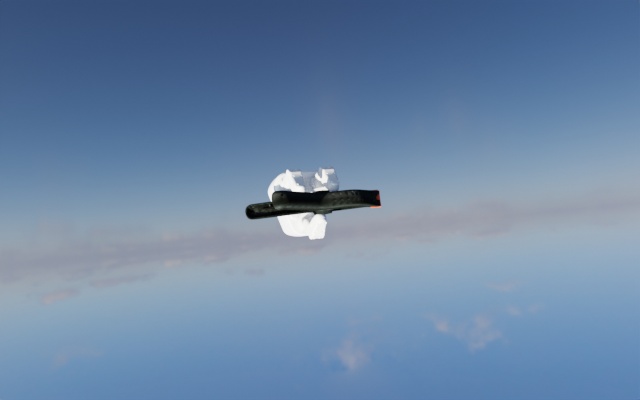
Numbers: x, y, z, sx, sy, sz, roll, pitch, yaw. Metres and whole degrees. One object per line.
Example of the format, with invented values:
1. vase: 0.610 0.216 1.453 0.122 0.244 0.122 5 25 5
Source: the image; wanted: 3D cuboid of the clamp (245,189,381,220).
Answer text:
1. clamp: 0.001 0.003 0.718 0.210 0.036 0.164 -5 -5 -15
